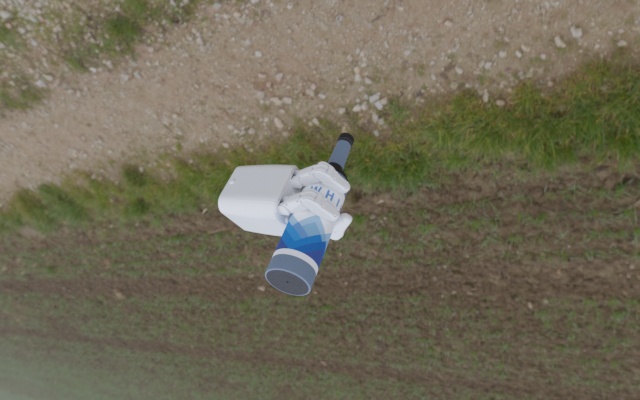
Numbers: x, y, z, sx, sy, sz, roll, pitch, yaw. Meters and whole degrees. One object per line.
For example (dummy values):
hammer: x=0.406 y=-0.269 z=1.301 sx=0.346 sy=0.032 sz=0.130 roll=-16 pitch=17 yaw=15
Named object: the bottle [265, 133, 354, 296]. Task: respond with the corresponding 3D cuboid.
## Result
bottle: x=0.000 y=0.003 z=0.736 sx=0.069 sy=0.295 sz=0.069 roll=14 pitch=-37 yaw=11
